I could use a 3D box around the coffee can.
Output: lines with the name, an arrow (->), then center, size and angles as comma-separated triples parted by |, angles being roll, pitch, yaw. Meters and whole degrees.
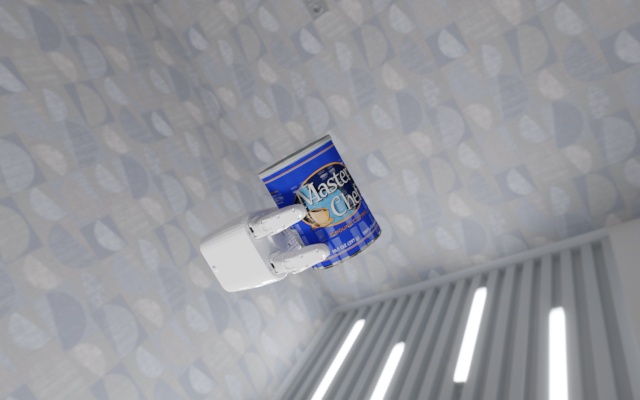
coffee can -> 0.000, 0.002, 0.606 | 0.103, 0.140, 0.103 | -29, 8, 4
